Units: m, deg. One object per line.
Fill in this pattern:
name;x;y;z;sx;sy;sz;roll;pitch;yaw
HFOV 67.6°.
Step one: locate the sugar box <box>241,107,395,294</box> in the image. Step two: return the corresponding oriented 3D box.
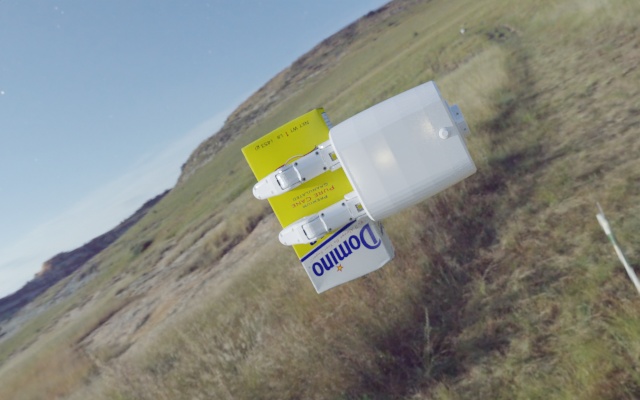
sugar box;0.000;0.002;0.506;0.093;0.176;0.048;-26;5;14
